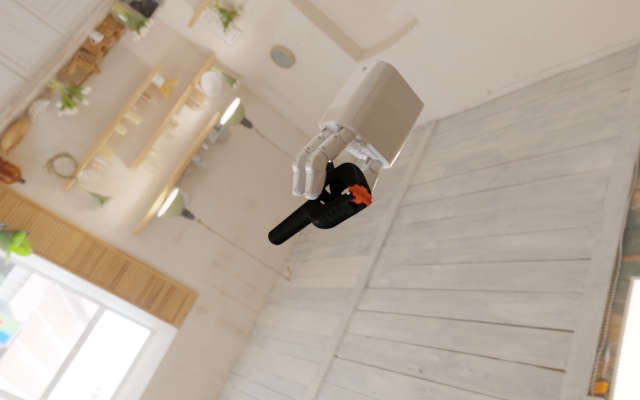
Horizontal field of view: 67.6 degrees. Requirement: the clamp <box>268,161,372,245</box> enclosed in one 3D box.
[{"bbox_3d":[0.001,0.002,0.643,0.036,0.164,0.210,34,-7,-21],"label":"clamp"}]
